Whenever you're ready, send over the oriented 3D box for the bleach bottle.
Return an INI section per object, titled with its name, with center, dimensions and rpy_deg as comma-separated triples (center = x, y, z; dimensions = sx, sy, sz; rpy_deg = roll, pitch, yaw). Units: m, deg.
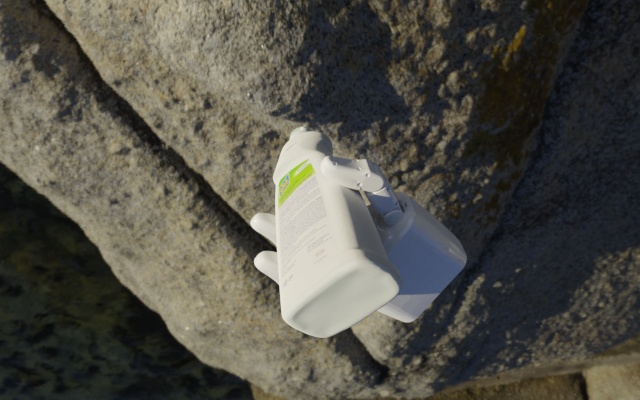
[bleach bottle]
center = 0.000, 0.002, 0.472
dimensions = 0.102, 0.250, 0.068
rpy_deg = -39, -54, 23
